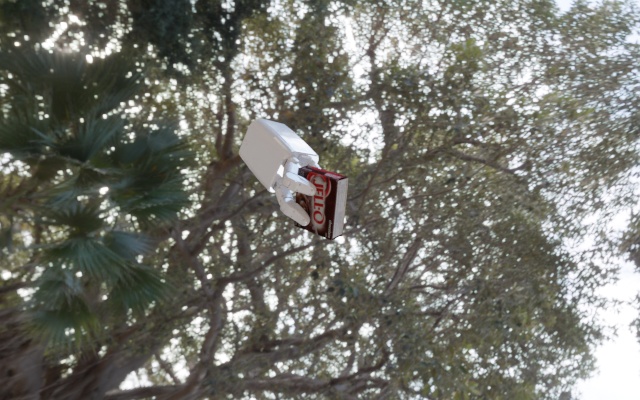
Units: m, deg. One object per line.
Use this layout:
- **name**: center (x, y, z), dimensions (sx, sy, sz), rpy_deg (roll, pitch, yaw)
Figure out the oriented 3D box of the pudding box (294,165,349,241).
- **pudding box**: center (0.000, 0.003, 0.838), dimensions (0.090, 0.113, 0.039), rpy_deg (19, 26, 37)
